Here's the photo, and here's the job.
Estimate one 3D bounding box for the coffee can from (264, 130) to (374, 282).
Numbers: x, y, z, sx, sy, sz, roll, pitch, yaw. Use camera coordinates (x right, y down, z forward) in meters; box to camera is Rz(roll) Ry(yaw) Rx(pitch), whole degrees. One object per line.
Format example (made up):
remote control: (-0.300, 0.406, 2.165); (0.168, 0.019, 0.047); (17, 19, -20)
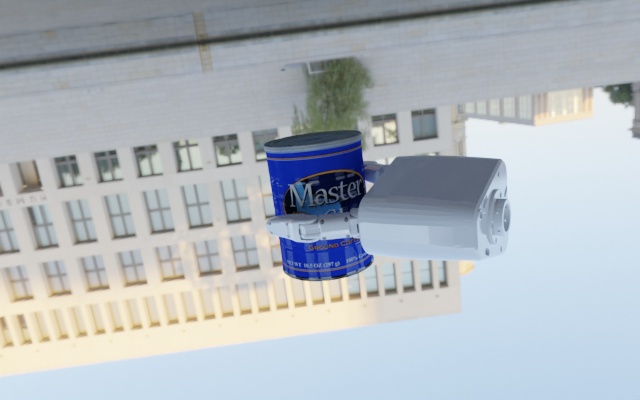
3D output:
coffee can: (0.000, 0.002, 0.514); (0.103, 0.140, 0.102); (-7, 14, 2)
